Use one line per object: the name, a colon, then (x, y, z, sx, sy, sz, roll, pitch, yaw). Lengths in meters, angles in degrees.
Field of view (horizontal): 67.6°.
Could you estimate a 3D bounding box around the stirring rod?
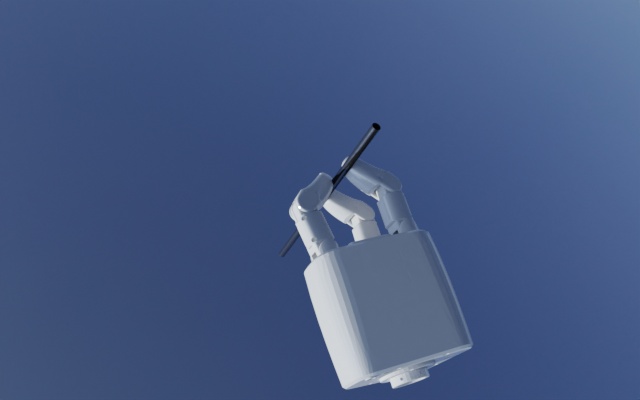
stirring rod: (0.000, 0.002, 0.492, 0.011, 0.011, 0.240, 0, -32, -27)
